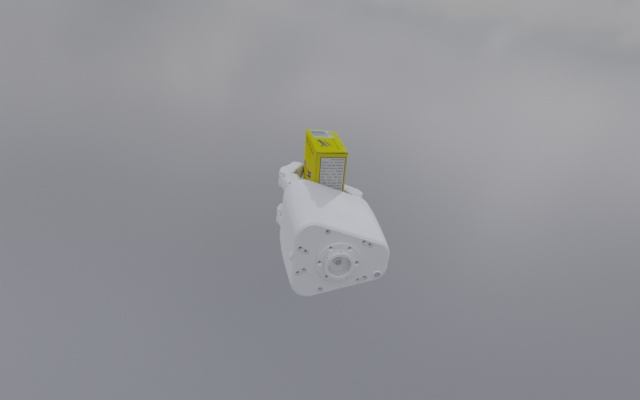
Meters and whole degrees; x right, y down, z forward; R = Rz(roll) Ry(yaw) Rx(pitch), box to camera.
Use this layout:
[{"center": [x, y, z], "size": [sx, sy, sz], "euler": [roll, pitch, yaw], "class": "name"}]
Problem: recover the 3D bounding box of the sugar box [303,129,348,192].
[{"center": [0.000, 0.002, 0.639], "size": [0.048, 0.176, 0.093], "euler": [2, 25, -11], "class": "sugar box"}]
